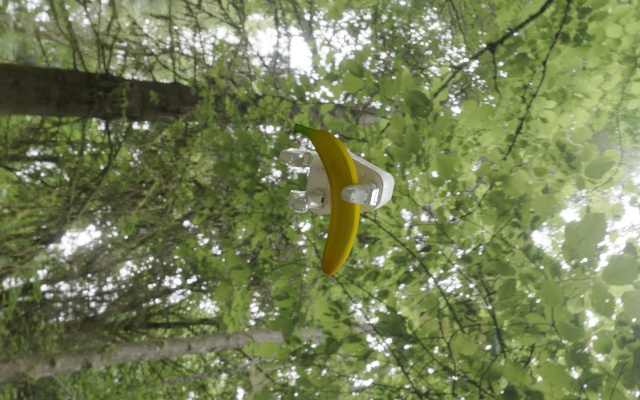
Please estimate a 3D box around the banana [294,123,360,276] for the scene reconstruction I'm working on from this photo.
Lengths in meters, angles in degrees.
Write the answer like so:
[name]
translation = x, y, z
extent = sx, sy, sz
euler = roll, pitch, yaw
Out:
[banana]
translation = 0.018, -0.005, 0.611
extent = 0.069, 0.198, 0.037
euler = -12, 5, -4
